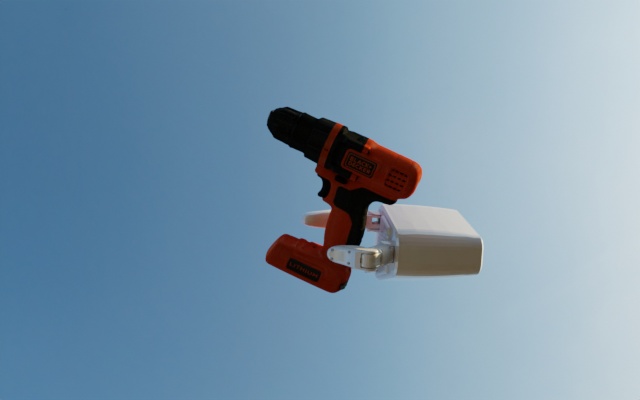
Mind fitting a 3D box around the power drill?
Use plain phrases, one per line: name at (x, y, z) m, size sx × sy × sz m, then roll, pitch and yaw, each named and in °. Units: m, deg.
power drill at (0.000, 0.002, 0.559) m, size 0.184 × 0.188 × 0.057 m, roll 25°, pitch 23°, yaw 7°
